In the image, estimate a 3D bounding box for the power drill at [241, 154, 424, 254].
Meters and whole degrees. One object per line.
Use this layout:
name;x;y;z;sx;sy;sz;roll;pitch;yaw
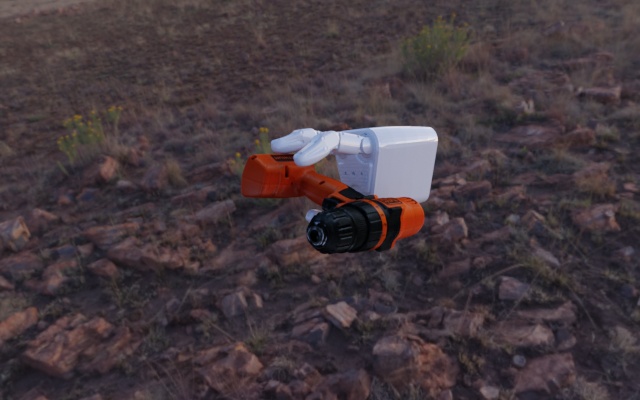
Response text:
power drill;0.000;0.001;0.530;0.187;0.057;0.184;27;18;34
